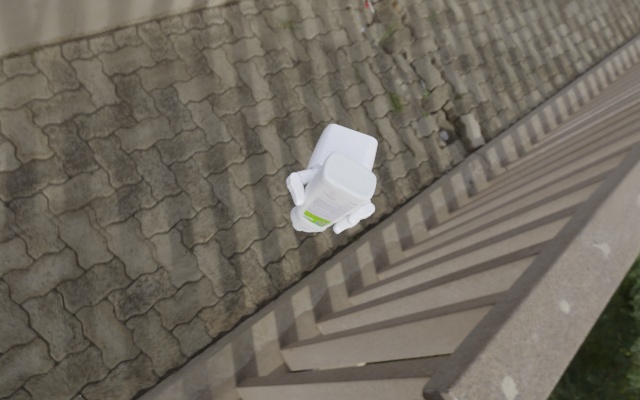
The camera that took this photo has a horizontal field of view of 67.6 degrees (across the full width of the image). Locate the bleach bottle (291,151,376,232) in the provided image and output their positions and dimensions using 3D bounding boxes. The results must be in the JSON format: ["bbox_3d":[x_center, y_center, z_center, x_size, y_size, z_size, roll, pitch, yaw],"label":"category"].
[{"bbox_3d":[0.000,0.003,0.898,0.102,0.068,0.251,29,-31,-14],"label":"bleach bottle"}]
